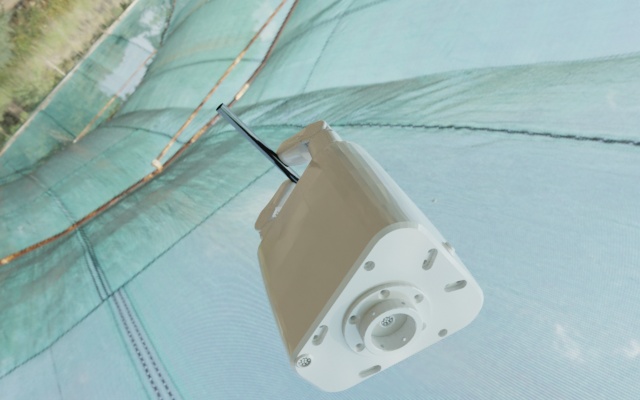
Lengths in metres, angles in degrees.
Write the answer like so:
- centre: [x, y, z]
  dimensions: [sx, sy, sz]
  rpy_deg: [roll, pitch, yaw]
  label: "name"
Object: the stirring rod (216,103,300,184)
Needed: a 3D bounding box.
- centre: [0.000, 0.001, 0.418]
  dimensions: [0.240, 0.011, 0.011]
  rpy_deg: [43, -25, -30]
  label: "stirring rod"
